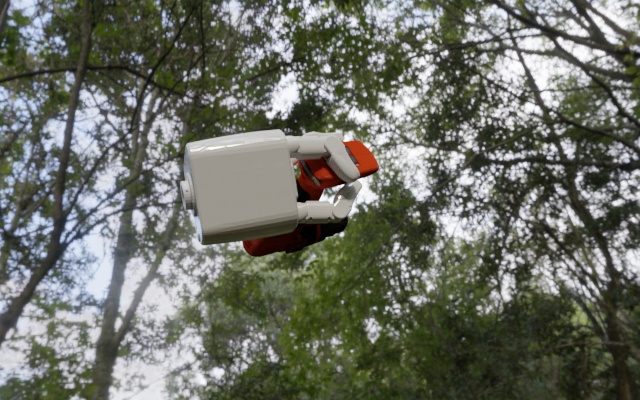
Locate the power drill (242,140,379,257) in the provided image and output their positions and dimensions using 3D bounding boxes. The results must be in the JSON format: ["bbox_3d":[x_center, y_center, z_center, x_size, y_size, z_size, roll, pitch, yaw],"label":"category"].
[{"bbox_3d":[0.000,0.002,0.651,0.184,0.057,0.188,-13,-31,-41],"label":"power drill"}]
